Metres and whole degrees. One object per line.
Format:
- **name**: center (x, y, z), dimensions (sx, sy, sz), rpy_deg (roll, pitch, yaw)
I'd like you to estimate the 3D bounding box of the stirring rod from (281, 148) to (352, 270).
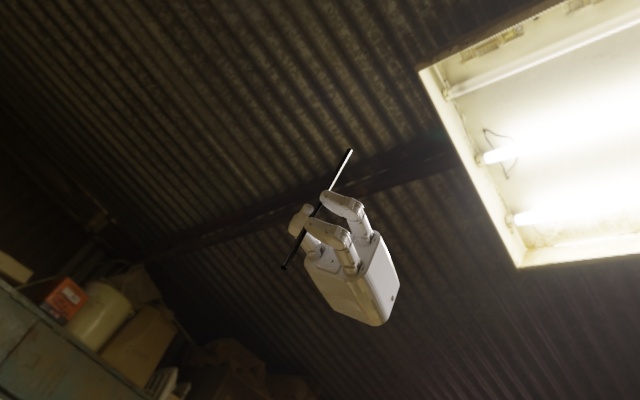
- **stirring rod**: center (0.000, 0.002, 0.652), dimensions (0.011, 0.011, 0.239), rpy_deg (0, 41, 29)
